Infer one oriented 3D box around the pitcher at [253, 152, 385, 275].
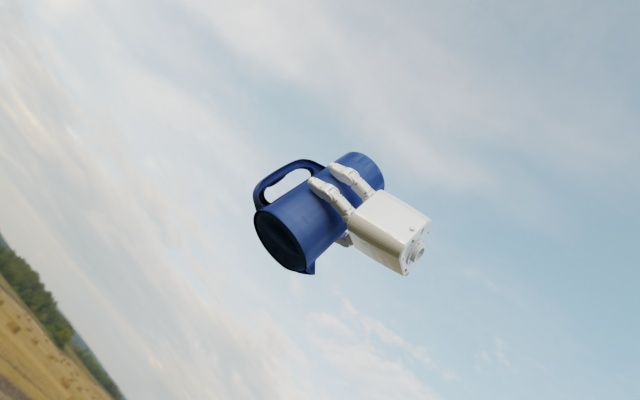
[{"bbox_3d":[0.000,0.003,0.874,0.145,0.149,0.242,30,54,31],"label":"pitcher"}]
